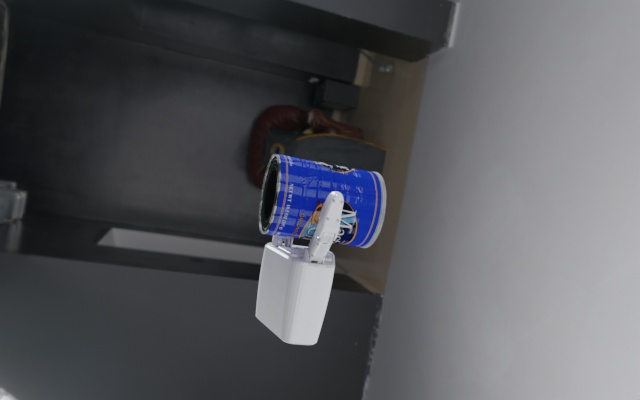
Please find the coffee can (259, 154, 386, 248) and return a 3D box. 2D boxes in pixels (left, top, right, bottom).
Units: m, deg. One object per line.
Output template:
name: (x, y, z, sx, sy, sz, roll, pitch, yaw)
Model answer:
coffee can: (0.000, 0.002, 0.618, 0.140, 0.103, 0.103, 9, -3, -17)
